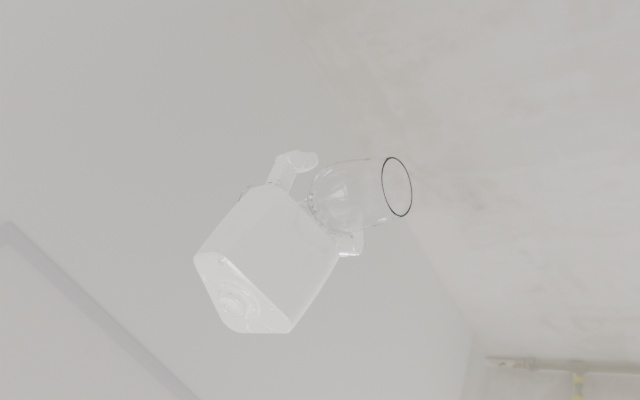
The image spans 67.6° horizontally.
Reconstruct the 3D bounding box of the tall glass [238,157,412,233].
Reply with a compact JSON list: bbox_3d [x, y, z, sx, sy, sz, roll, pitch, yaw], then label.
[{"bbox_3d":[0.000,0.002,0.539,0.201,0.079,0.079,-12,-7,37],"label":"tall glass"}]
